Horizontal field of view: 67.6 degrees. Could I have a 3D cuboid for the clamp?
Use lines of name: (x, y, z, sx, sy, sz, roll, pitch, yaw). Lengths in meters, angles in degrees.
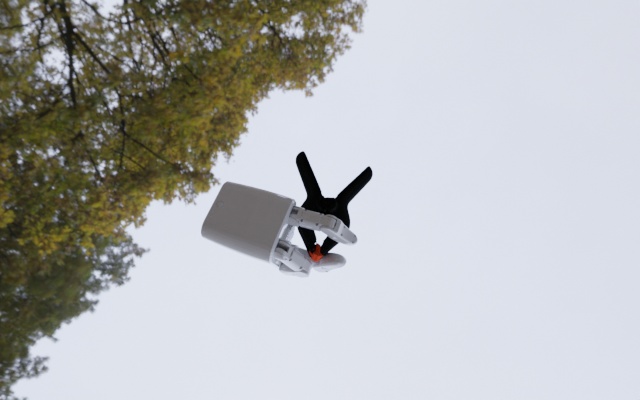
clamp: (0.000, 0.003, 0.709, 0.120, 0.171, 0.039, 18, -28, 8)
